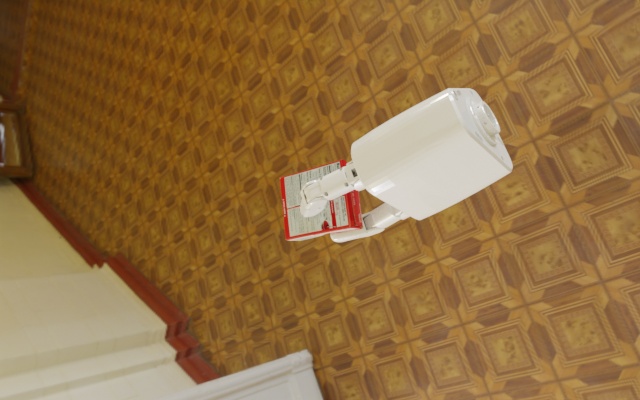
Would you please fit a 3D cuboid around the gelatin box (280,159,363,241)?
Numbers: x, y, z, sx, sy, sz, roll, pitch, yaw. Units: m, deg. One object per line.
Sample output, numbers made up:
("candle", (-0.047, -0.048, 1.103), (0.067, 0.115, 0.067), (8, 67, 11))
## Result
("gelatin box", (0.000, 0.002, 0.524), (0.089, 0.073, 0.030), (-14, -13, 32))
